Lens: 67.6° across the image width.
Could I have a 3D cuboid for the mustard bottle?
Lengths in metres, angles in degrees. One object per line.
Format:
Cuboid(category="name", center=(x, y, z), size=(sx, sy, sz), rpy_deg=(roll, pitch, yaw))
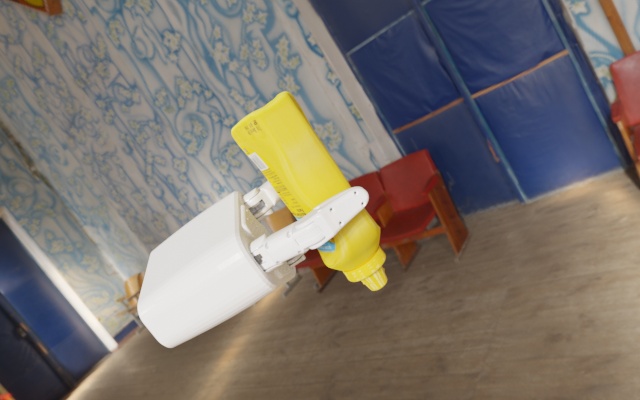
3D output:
Cuboid(category="mustard bottle", center=(0.000, 0.001, 0.419), size=(0.058, 0.192, 0.096), rpy_deg=(-38, 12, -16))
